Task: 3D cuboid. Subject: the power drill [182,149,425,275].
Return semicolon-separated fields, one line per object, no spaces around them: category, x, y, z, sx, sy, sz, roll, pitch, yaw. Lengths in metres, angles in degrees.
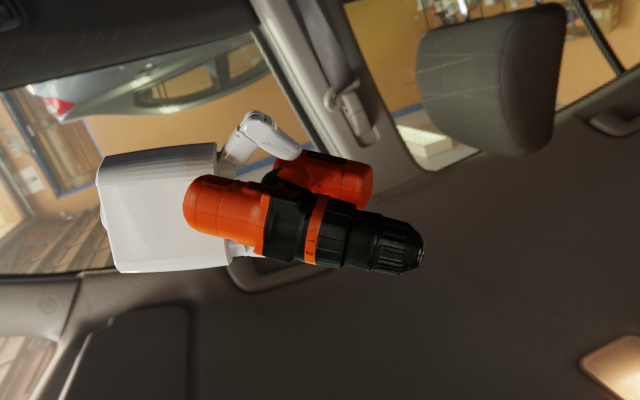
power drill;0.000;0.001;0.423;0.184;0.057;0.187;14;15;9
